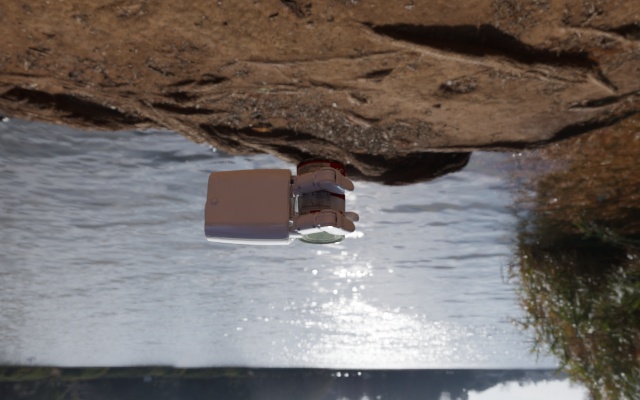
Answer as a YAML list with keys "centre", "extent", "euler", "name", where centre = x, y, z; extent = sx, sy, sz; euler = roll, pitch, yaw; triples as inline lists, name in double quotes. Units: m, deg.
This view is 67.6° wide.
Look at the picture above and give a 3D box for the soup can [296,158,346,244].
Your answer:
- centre: [0.001, 0.002, 0.643]
  extent: [0.068, 0.102, 0.068]
  euler: [0, -19, 0]
  name: "soup can"
